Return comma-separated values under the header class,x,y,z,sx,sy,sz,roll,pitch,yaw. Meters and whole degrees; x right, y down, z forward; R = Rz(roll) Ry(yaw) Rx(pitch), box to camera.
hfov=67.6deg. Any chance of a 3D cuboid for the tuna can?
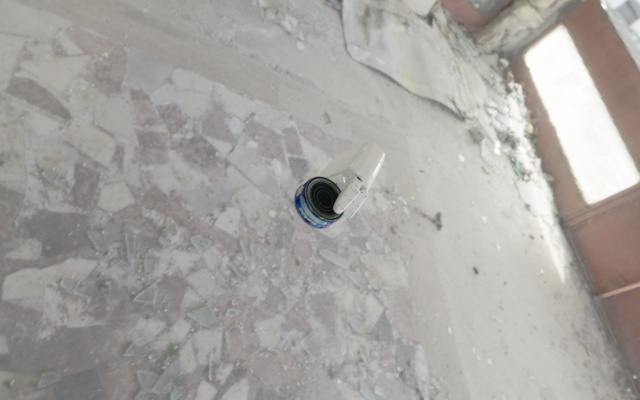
class,x,y,z,sx,sy,sz,roll,pitch,yaw
tuna can,0.000,0.002,0.810,0.086,0.086,0.034,0,-24,-38
